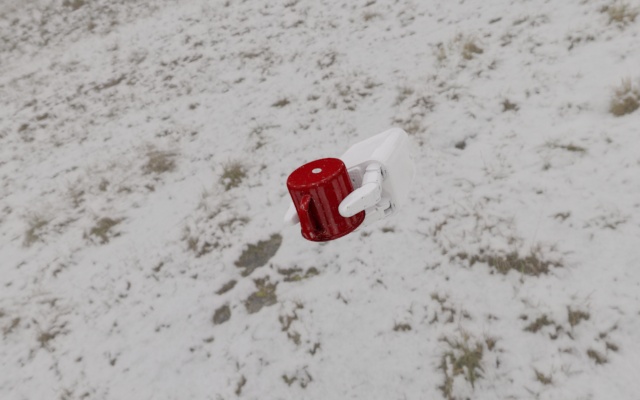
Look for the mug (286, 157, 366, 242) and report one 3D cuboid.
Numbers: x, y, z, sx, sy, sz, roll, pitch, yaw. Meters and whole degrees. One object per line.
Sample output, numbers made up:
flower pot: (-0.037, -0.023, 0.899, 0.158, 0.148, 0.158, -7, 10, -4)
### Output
mug: (-0.001, 0.003, 0.623, 0.093, 0.081, 0.117, -5, 30, 29)
